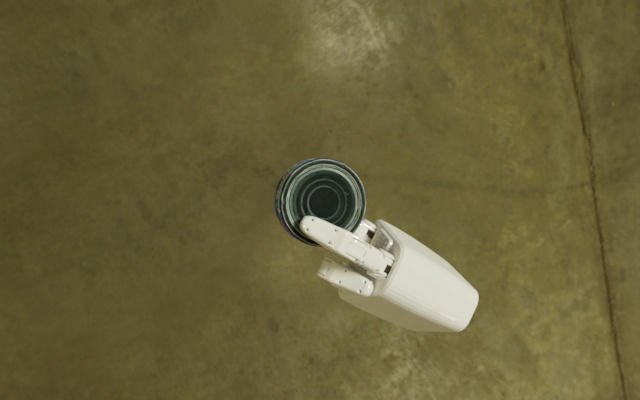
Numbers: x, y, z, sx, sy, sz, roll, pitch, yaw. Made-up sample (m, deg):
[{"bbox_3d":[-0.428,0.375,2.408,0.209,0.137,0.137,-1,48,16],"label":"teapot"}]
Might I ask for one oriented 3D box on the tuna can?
[{"bbox_3d":[0.000,0.002,0.462,0.086,0.086,0.034,0,3,-14],"label":"tuna can"}]
